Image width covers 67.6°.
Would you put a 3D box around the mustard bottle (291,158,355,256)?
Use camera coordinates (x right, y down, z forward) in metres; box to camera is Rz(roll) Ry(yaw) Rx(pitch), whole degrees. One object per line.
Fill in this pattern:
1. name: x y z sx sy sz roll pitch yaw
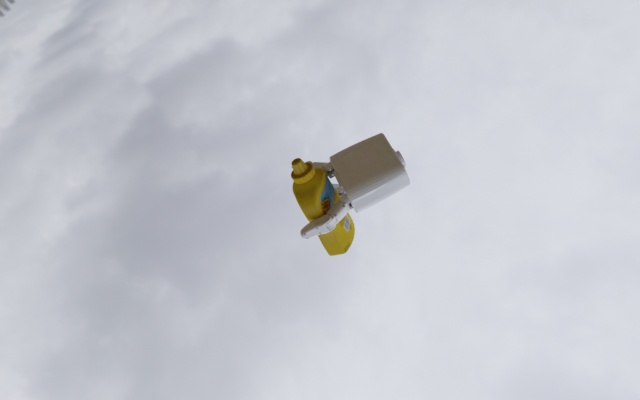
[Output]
1. mustard bottle: 0.000 0.003 0.832 0.058 0.192 0.096 -11 40 24
